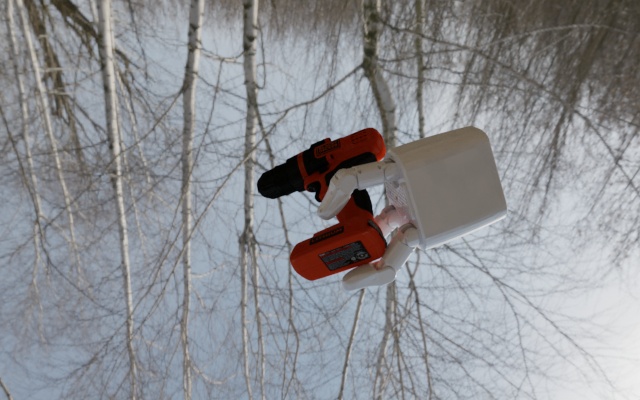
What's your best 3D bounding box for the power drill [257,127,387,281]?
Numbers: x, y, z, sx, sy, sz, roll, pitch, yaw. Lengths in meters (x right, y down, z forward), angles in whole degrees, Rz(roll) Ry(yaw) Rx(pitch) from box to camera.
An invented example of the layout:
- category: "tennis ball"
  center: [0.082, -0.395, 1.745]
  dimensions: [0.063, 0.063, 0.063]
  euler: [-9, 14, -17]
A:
- category: "power drill"
  center: [0.000, 0.002, 0.588]
  dimensions: [0.184, 0.187, 0.057]
  euler: [-22, -45, 18]
